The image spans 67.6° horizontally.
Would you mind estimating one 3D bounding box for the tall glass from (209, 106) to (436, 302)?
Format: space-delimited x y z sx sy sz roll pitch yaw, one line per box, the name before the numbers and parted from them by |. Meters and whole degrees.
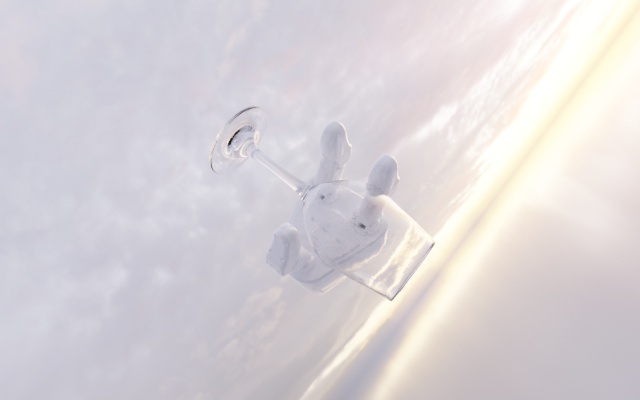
tall glass | -0.001 0.001 0.419 0.201 0.079 0.079 37 12 16
